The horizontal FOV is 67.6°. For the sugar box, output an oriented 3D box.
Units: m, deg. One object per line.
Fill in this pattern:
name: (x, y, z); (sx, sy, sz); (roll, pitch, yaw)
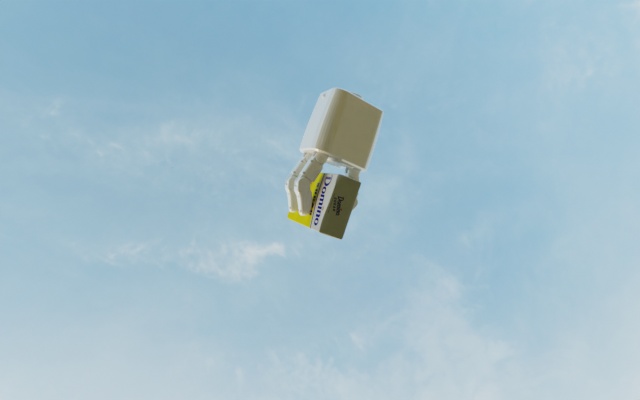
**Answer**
sugar box: (0.000, 0.002, 0.776); (0.048, 0.093, 0.176); (20, -3, -18)
